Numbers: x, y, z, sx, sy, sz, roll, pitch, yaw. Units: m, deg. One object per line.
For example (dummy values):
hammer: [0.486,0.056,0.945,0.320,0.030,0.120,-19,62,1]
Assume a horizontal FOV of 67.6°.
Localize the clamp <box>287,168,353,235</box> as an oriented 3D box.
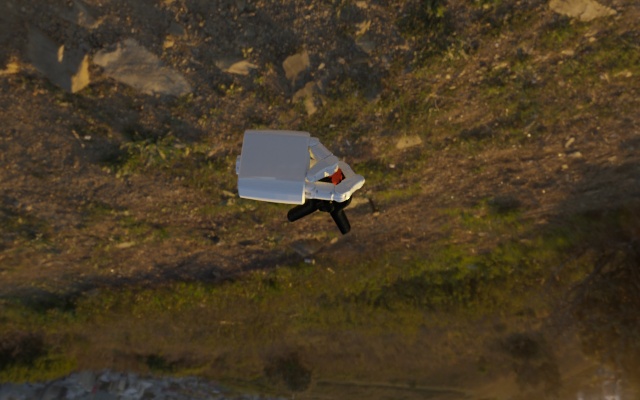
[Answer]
clamp: [0.000,0.003,0.837,0.120,0.039,0.172,4,-37,0]
